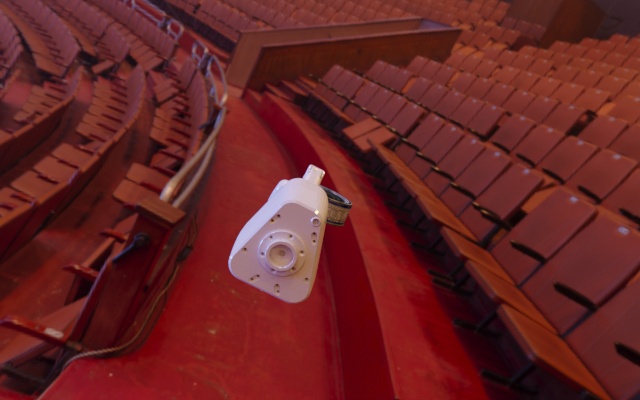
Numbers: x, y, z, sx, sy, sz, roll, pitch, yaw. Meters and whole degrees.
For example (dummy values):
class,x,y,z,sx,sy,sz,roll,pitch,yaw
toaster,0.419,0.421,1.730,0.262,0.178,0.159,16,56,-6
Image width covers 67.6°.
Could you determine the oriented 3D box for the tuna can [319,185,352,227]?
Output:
class,x,y,z,sx,sy,sz,roll,pitch,yaw
tuna can,0.000,0.002,0.664,0.086,0.034,0.086,24,10,-4
